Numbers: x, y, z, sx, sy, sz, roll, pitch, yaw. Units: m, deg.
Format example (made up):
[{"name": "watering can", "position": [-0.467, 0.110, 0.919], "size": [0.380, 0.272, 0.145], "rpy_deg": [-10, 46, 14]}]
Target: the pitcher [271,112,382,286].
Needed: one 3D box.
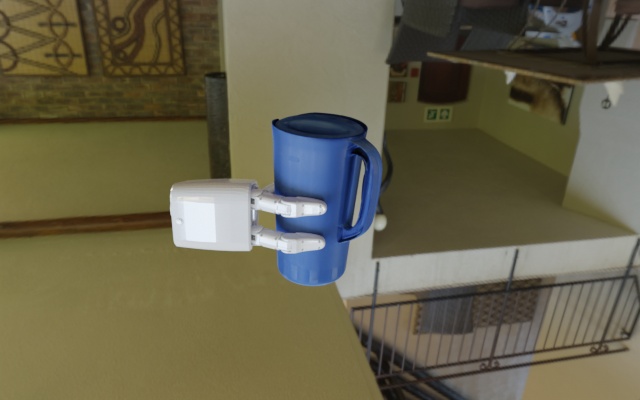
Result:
[{"name": "pitcher", "position": [0.000, 0.002, 0.696], "size": [0.145, 0.243, 0.149], "rpy_deg": [1, 24, -5]}]
